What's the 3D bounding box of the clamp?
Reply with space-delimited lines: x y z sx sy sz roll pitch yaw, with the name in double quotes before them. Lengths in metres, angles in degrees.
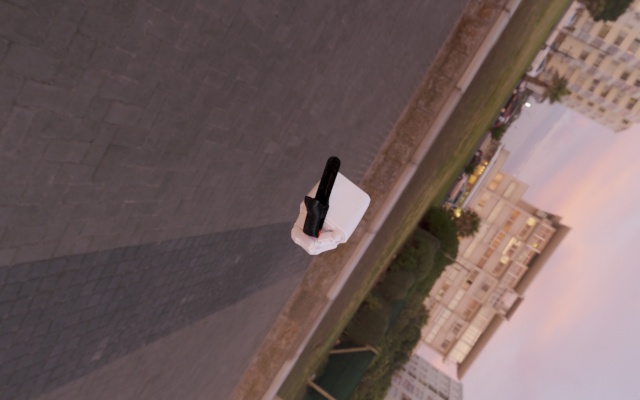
"clamp" 0.001 0.003 0.862 0.039 0.120 0.172 29 -30 10
